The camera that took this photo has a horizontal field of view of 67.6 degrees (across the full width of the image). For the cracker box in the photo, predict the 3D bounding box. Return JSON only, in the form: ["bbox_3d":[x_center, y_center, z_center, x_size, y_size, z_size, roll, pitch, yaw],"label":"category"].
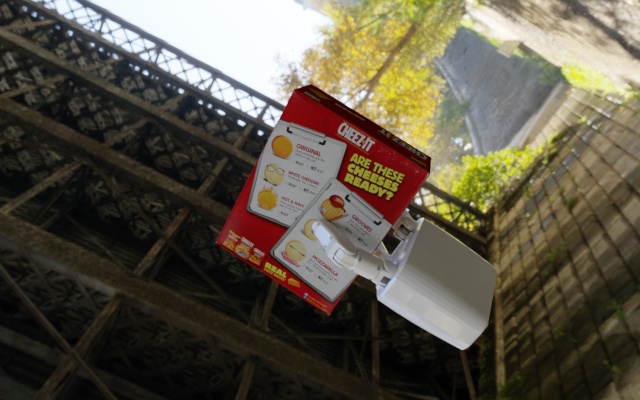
[{"bbox_3d":[0.000,0.002,0.550,0.164,0.214,0.072,32,25,2],"label":"cracker box"}]
